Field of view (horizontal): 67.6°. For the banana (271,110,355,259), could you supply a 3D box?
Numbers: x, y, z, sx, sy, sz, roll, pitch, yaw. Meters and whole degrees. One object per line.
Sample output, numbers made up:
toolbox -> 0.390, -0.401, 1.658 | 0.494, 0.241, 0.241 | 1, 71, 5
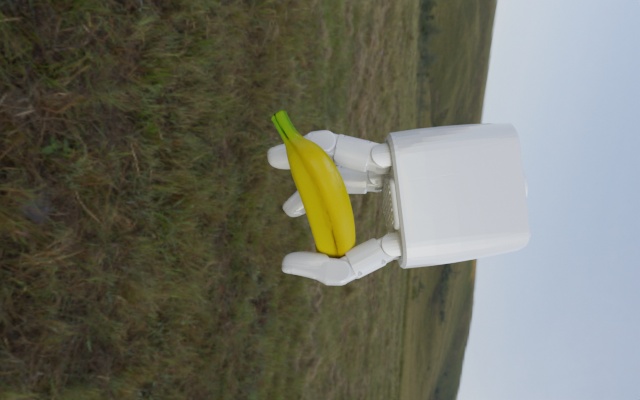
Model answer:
banana -> 0.005, 0.013, 0.407 | 0.037, 0.069, 0.198 | -20, -39, -5
